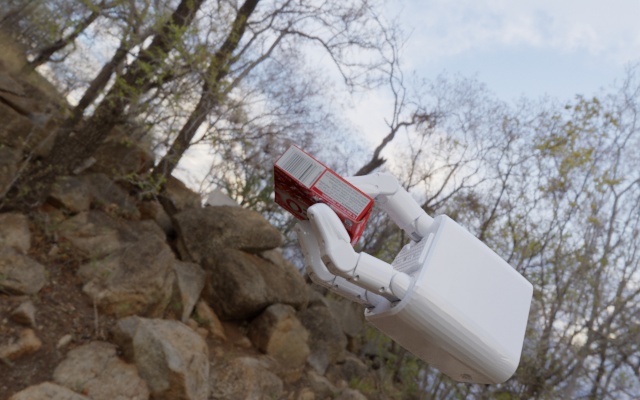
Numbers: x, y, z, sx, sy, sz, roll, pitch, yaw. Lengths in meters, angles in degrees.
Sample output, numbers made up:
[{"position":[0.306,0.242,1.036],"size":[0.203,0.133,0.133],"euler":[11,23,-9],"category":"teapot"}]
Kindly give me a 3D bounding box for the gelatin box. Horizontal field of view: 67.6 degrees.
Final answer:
[{"position":[0.000,0.001,0.422],"size":[0.089,0.030,0.073],"euler":[36,-23,12],"category":"gelatin box"}]
